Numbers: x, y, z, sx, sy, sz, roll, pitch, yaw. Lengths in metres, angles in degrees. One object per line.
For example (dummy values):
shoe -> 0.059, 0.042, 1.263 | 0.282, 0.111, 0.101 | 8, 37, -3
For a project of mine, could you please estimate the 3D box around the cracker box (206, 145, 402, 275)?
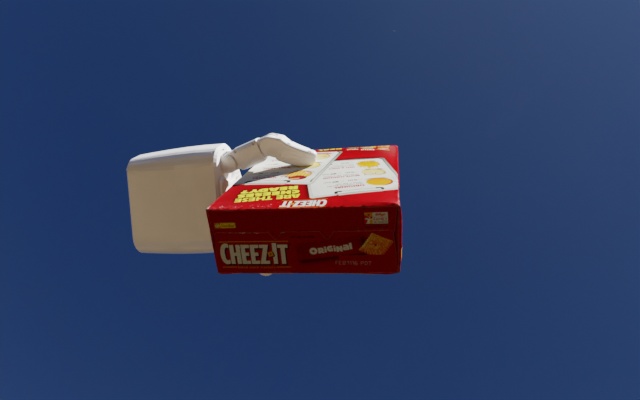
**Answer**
cracker box -> 0.000, 0.001, 0.496 | 0.164, 0.072, 0.213 | -2, 19, 9
